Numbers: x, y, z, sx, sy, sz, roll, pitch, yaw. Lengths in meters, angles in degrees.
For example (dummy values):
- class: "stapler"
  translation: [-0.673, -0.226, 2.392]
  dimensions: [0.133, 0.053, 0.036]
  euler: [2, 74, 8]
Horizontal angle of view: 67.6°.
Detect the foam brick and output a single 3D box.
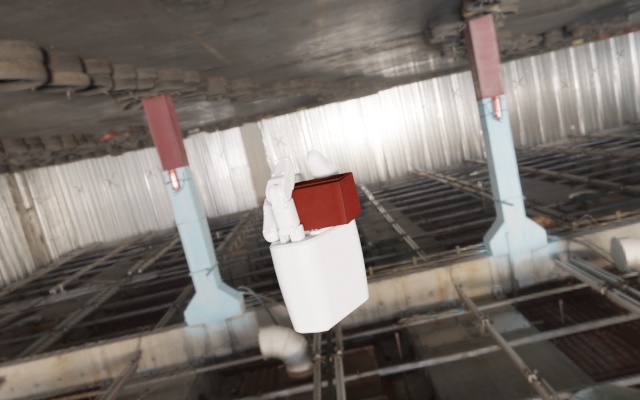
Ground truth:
- class: "foam brick"
  translation: [0.000, 0.002, 0.545]
  dimensions: [0.078, 0.051, 0.053]
  euler: [-10, 8, 23]
